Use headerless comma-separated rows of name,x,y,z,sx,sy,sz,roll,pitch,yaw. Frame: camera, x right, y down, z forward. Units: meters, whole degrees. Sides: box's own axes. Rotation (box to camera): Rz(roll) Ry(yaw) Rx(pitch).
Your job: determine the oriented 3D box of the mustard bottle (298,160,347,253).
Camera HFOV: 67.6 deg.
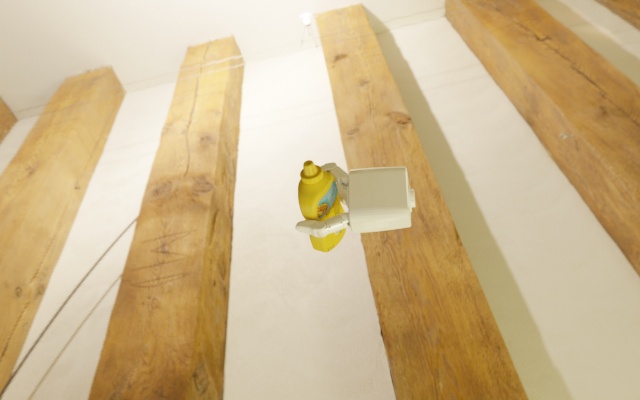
mustard bottle,0.000,0.003,0.891,0.058,0.192,0.096,13,50,29
